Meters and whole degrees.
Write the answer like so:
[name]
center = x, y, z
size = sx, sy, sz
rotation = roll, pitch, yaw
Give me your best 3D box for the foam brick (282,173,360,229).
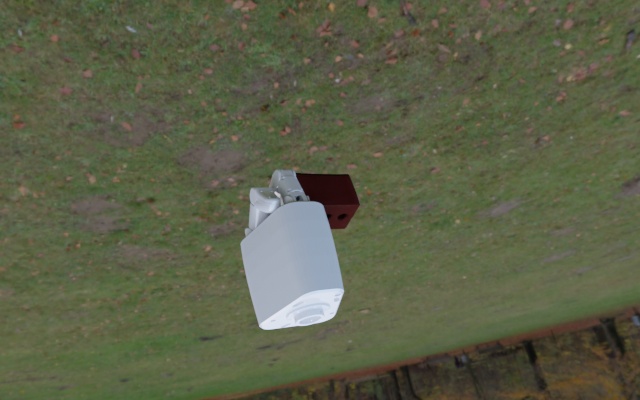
[foam brick]
center = 0.000, 0.002, 0.593
size = 0.078, 0.051, 0.053
rotation = -1, -40, -26
